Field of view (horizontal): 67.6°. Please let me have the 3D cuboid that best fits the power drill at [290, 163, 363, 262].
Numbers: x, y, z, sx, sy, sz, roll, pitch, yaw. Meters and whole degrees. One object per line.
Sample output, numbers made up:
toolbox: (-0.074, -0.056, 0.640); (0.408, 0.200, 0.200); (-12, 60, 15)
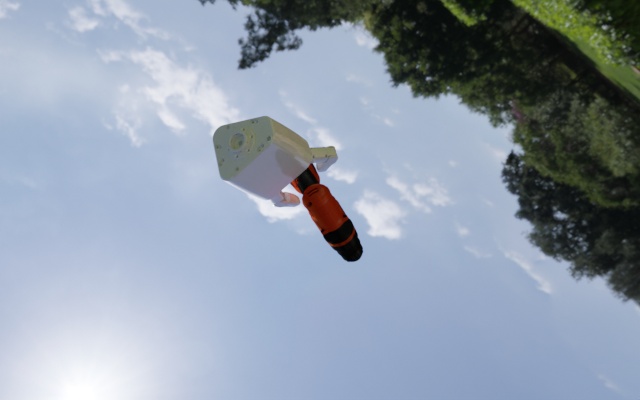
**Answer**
power drill: (0.000, 0.002, 0.812); (0.057, 0.185, 0.187); (-33, 44, -2)
